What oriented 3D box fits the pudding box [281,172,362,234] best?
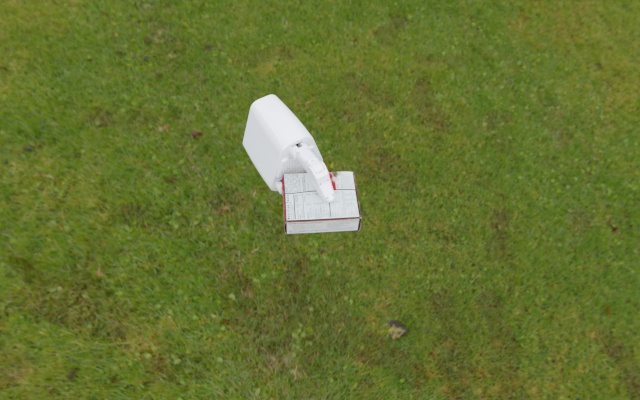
[{"bbox_3d":[0.000,0.002,0.711,0.113,0.090,0.039,-3,-34,-3],"label":"pudding box"}]
